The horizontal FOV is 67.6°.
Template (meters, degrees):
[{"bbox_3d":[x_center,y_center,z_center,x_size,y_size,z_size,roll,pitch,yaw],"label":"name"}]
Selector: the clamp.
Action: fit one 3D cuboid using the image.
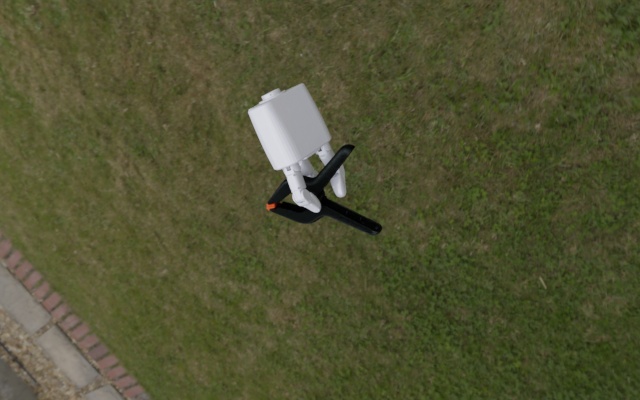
[{"bbox_3d":[-0.001,0.003,0.832,0.210,0.164,0.036,-15,19,33],"label":"clamp"}]
